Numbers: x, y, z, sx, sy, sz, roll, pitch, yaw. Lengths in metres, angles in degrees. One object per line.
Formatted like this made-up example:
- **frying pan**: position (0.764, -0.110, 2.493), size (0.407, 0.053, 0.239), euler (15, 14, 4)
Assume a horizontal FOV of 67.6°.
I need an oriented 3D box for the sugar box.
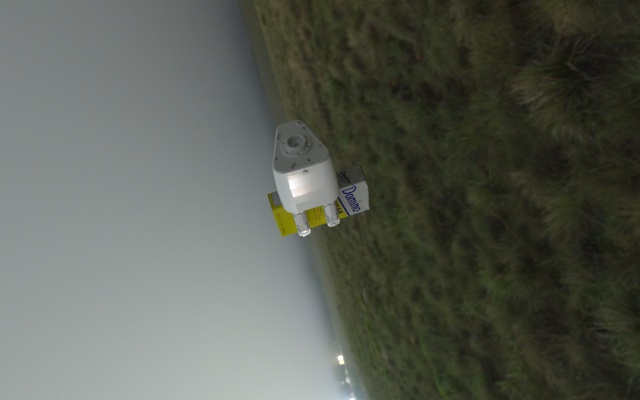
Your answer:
- **sugar box**: position (0.000, 0.003, 0.875), size (0.176, 0.048, 0.093), euler (-16, -37, -2)
